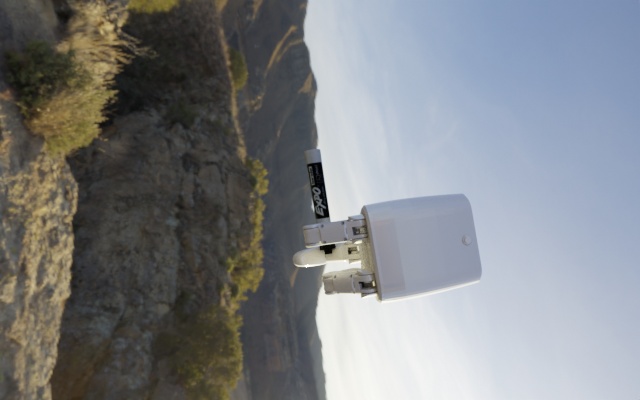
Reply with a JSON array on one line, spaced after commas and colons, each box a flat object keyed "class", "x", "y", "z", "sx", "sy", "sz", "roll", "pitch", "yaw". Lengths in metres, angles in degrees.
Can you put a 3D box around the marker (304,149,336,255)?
[{"class": "marker", "x": 0.000, "y": 0.002, "z": 0.549, "sx": 0.020, "sy": 0.121, "sz": 0.020, "roll": -9, "pitch": -1, "yaw": 0}]
